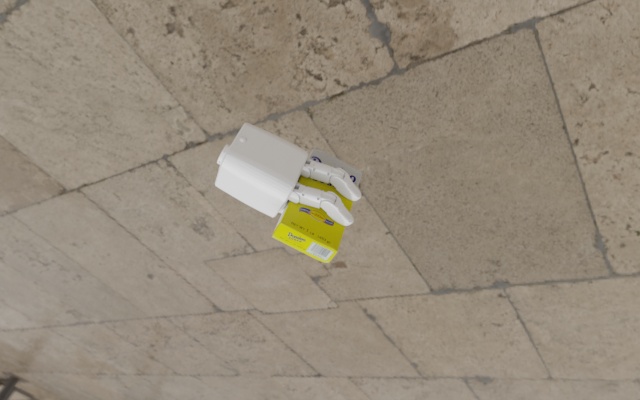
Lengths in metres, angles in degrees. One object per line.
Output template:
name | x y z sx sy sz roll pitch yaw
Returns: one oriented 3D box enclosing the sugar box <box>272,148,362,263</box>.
sugar box | 0.000 0.002 0.731 0.093 0.176 0.048 28 -41 -8
